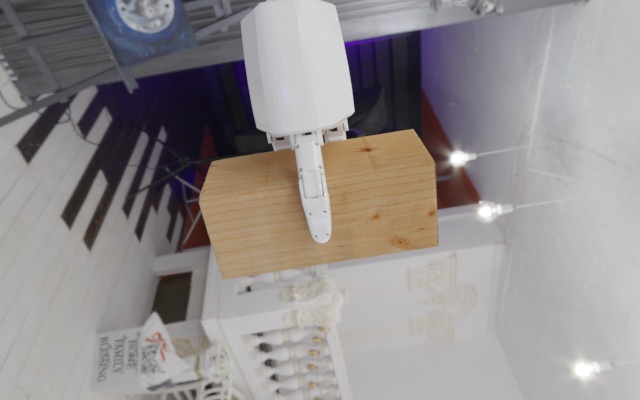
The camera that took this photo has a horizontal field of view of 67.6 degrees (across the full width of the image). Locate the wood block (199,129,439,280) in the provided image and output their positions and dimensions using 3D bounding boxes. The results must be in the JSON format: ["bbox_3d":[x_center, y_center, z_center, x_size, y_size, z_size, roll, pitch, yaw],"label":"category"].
[{"bbox_3d":[0.000,0.001,0.465,0.206,0.090,0.090,-9,28,1],"label":"wood block"}]
